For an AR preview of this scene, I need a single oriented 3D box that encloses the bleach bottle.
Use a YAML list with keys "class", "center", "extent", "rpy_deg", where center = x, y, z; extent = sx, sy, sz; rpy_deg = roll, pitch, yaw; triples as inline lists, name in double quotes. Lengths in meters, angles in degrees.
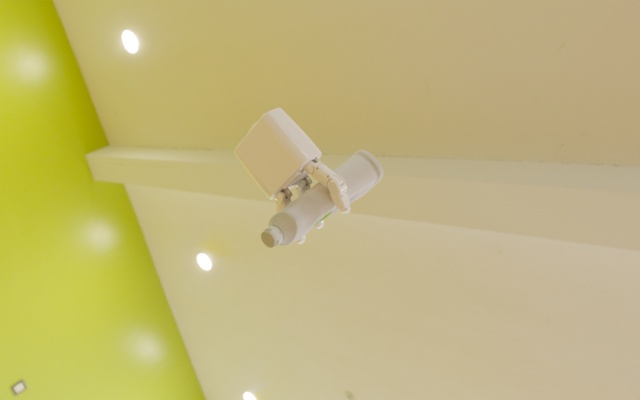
- class: "bleach bottle"
  center: [0.000, 0.003, 0.793]
  extent: [0.250, 0.068, 0.103]
  rpy_deg: [-35, -10, -43]
